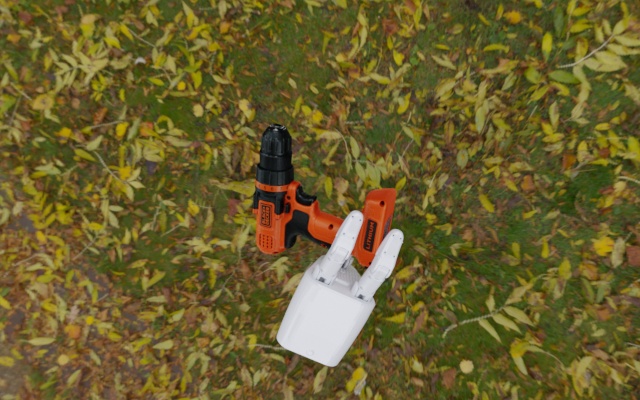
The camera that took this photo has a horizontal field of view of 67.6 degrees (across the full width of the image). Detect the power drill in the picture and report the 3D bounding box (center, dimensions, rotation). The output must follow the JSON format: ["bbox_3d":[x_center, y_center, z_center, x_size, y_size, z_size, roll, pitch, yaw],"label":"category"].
[{"bbox_3d":[0.000,0.002,0.625,0.187,0.184,0.057,14,28,19],"label":"power drill"}]
